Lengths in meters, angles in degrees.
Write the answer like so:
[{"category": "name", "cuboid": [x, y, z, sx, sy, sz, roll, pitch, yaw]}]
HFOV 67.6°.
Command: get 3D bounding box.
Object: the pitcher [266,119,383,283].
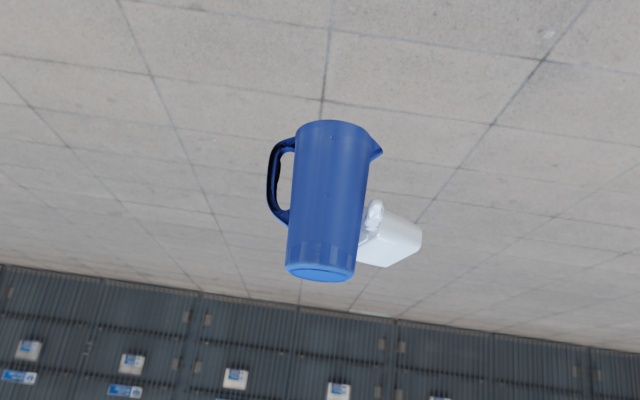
[{"category": "pitcher", "cuboid": [0.000, 0.003, 0.772, 0.145, 0.242, 0.149, 22, -25, -34]}]
